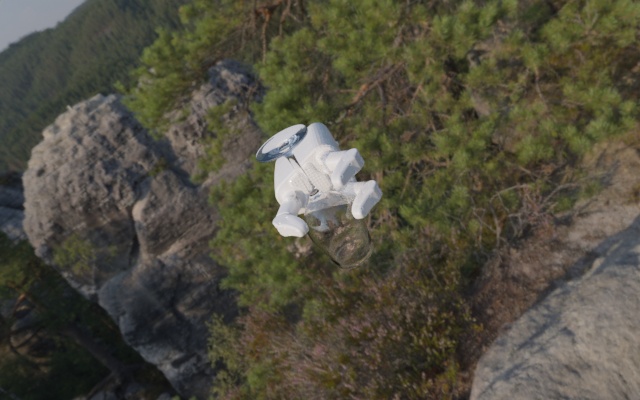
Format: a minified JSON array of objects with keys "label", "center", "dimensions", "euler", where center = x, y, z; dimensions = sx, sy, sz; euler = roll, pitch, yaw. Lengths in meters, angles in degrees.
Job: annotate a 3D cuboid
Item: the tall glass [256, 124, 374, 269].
[{"label":"tall glass","center":[0.000,0.002,0.632],"dimensions":[0.079,0.201,0.079],"euler":[-25,29,15]}]
